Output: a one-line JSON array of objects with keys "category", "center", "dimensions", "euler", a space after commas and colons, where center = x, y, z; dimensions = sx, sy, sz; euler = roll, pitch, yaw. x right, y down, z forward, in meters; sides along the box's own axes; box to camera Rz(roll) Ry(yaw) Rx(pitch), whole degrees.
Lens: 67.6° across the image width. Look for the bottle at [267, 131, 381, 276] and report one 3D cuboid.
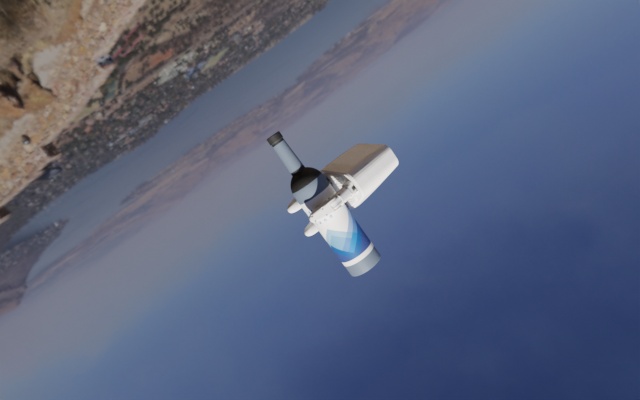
[{"category": "bottle", "center": [0.000, 0.003, 0.867], "dimensions": [0.069, 0.296, 0.069], "euler": [-35, 10, 7]}]
